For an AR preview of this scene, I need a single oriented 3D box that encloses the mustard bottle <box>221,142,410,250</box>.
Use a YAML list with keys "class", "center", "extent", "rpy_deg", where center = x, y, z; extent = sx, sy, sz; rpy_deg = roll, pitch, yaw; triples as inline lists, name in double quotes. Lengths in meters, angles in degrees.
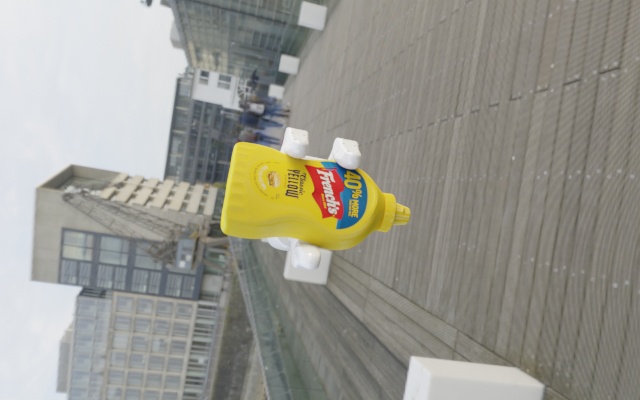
- class: "mustard bottle"
  center: [0.000, 0.001, 0.490]
  extent: [0.191, 0.096, 0.058]
  rpy_deg: [10, -34, -12]
